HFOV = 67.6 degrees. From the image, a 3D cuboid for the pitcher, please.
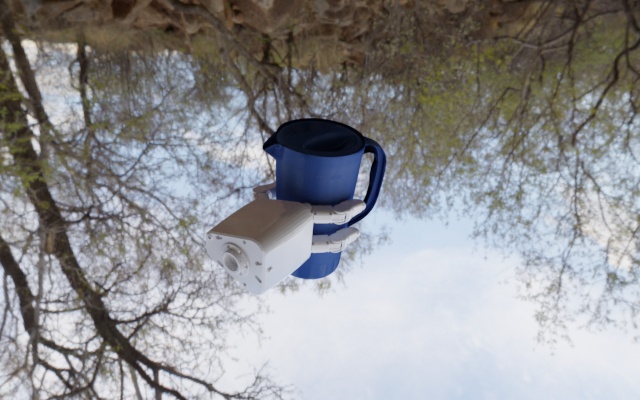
[{"bbox_3d":[0.000,0.003,0.755,0.149,0.243,0.145,23,36,25],"label":"pitcher"}]
